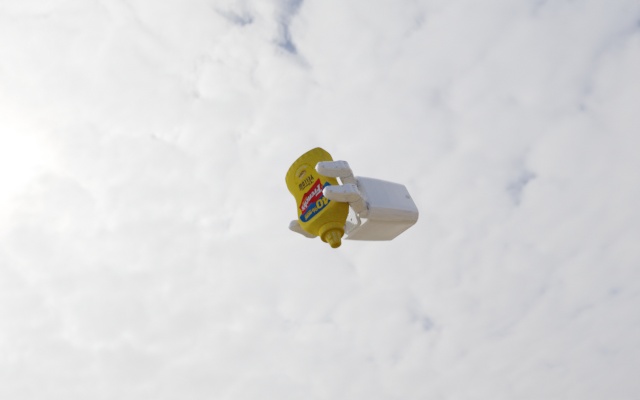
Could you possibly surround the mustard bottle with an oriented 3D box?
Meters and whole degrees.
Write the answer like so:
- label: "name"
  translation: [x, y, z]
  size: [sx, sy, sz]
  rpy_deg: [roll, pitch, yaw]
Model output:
- label: "mustard bottle"
  translation: [0.000, 0.002, 0.807]
  size: [0.096, 0.191, 0.058]
  rpy_deg: [-39, -44, 21]
